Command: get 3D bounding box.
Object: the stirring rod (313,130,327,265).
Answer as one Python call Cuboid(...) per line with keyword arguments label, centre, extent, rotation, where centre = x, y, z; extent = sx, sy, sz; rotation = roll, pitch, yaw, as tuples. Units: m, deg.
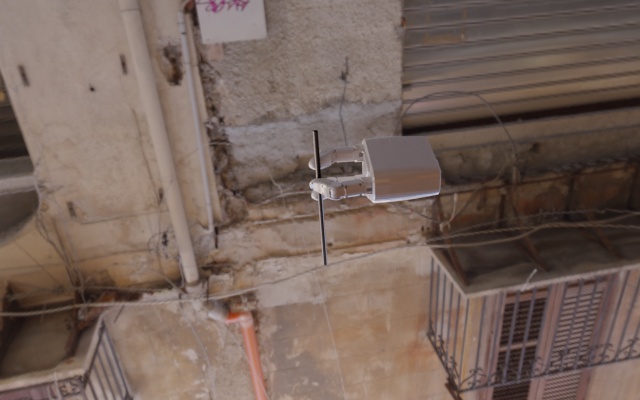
Cuboid(label="stirring rod", centre=(0.000, 0.002, 0.772), extent=(0.011, 0.240, 0.011), rotation=(-3, 27, 2))
